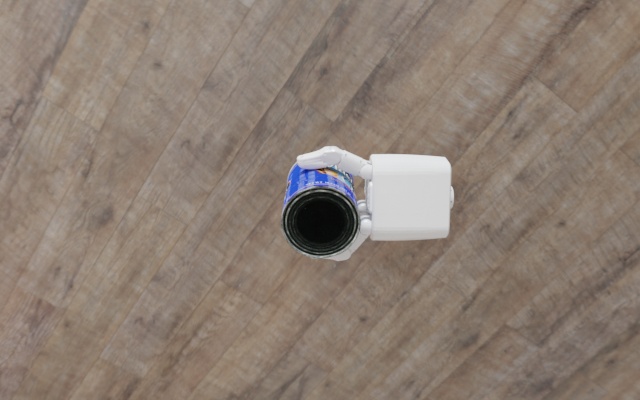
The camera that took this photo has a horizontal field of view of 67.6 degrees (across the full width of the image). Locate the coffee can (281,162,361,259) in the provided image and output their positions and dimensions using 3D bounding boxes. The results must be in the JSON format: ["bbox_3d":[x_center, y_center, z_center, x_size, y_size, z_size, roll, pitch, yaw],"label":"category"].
[{"bbox_3d":[0.000,0.002,0.670,0.103,0.103,0.140,0,23,0],"label":"coffee can"}]
